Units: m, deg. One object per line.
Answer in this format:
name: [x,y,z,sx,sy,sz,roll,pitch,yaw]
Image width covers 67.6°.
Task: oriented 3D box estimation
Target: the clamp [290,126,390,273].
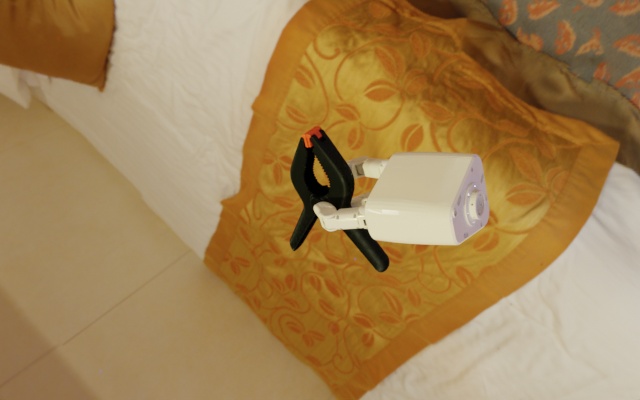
clamp: [0.000,0.002,0.653,0.164,0.210,0.036,2,31,37]
